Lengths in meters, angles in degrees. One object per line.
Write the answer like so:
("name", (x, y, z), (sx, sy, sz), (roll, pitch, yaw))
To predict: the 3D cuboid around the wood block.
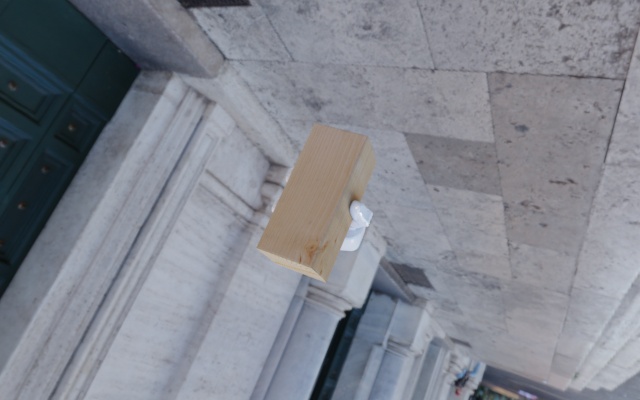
("wood block", (0.000, 0.003, 0.706), (0.091, 0.206, 0.090), (17, -17, 21))
